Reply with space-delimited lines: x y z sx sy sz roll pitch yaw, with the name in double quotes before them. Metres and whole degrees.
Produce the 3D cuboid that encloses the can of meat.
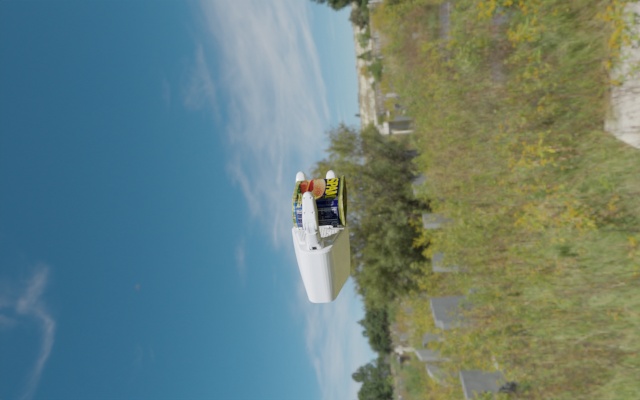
"can of meat" 0.000 0.003 0.801 0.084 0.057 0.102 -4 29 8
